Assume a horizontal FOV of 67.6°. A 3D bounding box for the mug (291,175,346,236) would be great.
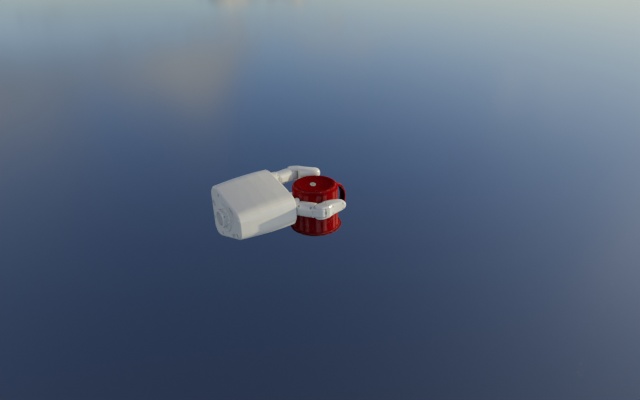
[{"bbox_3d":[0.001,0.002,0.864,0.117,0.081,0.093,-20,32,-33],"label":"mug"}]
